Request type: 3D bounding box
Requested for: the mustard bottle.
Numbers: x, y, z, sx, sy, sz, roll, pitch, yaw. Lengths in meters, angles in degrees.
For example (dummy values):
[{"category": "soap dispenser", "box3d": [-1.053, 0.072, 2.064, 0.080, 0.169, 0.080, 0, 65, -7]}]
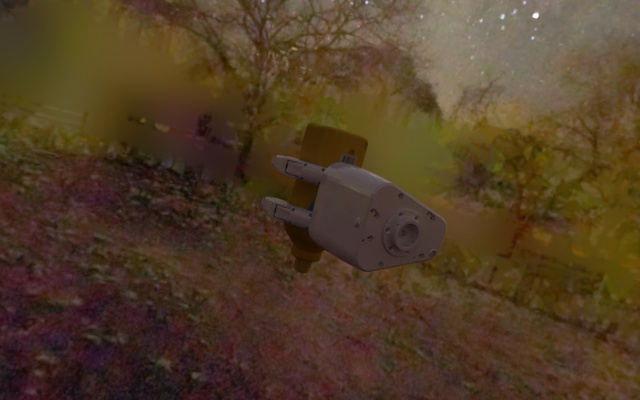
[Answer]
[{"category": "mustard bottle", "box3d": [0.000, 0.002, 0.618, 0.058, 0.191, 0.096, 20, 9, 37]}]
